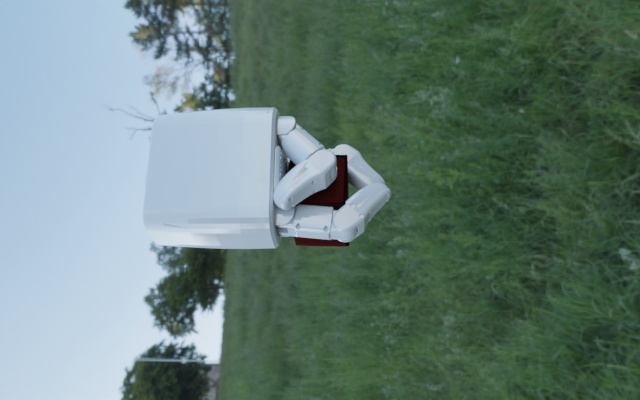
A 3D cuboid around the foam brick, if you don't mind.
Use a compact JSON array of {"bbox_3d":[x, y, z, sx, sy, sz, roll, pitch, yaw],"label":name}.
[{"bbox_3d":[0.000,0.002,0.432,0.051,0.053,0.078,-1,-33,4],"label":"foam brick"}]
